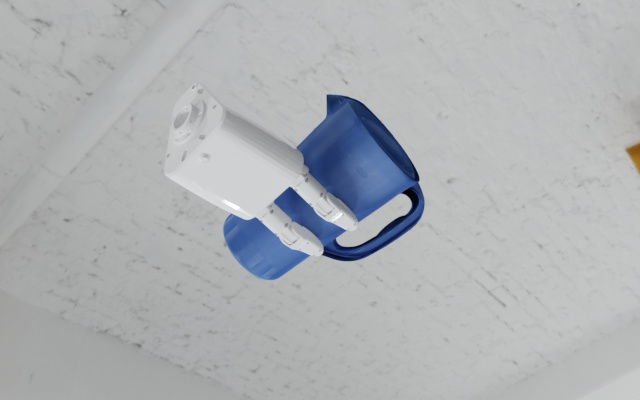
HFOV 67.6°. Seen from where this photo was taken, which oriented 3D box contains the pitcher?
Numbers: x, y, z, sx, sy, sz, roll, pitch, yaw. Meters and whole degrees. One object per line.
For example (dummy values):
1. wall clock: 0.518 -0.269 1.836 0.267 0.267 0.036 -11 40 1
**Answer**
1. pitcher: 0.000 0.002 0.603 0.243 0.149 0.145 -40 -43 20
